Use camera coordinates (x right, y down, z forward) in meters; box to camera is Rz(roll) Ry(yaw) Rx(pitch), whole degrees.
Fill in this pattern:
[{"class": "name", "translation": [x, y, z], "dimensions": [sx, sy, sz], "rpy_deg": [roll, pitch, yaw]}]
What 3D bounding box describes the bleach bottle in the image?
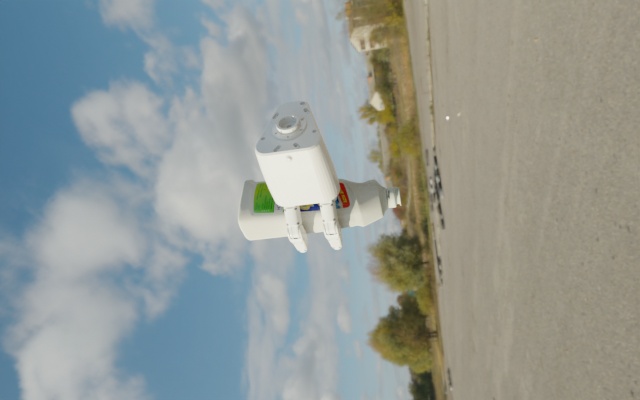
[{"class": "bleach bottle", "translation": [0.000, 0.003, 0.759], "dimensions": [0.251, 0.102, 0.068], "rpy_deg": [-7, -42, 11]}]
